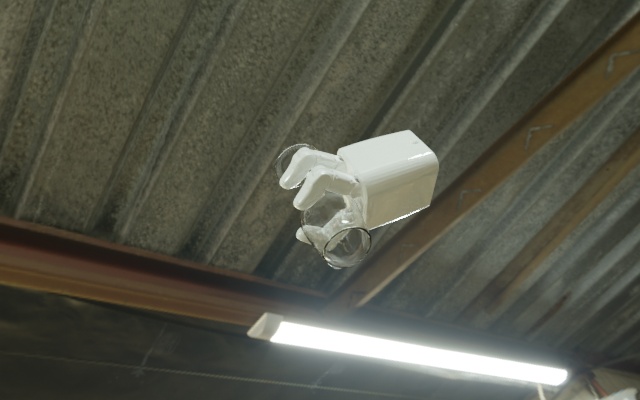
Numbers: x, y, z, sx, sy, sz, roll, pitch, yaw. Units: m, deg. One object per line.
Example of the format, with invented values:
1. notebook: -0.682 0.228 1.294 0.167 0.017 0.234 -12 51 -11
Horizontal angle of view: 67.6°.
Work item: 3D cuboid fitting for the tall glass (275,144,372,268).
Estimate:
1. tall glass: 0.000 0.002 0.641 0.079 0.079 0.201 0 34 -23
